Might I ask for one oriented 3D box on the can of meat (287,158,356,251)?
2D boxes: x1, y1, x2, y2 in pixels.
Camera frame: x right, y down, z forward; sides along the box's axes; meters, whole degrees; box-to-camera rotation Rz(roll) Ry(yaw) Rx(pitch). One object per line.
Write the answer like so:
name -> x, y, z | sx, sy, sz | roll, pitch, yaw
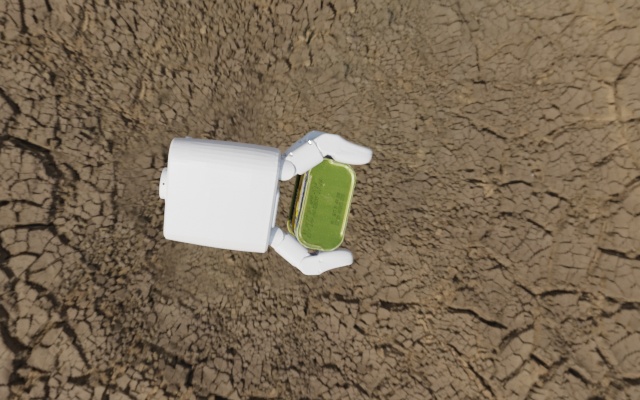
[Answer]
can of meat -> 0.000, 0.002, 0.535 | 0.057, 0.102, 0.084 | 11, 3, -9
